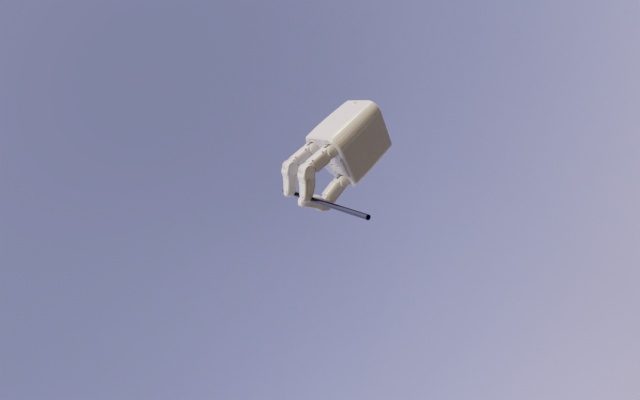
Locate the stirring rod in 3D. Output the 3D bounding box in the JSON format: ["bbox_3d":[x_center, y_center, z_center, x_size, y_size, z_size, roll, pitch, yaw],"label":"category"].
[{"bbox_3d":[0.000,0.002,0.732,0.011,0.011,0.239,0,10,-32],"label":"stirring rod"}]
